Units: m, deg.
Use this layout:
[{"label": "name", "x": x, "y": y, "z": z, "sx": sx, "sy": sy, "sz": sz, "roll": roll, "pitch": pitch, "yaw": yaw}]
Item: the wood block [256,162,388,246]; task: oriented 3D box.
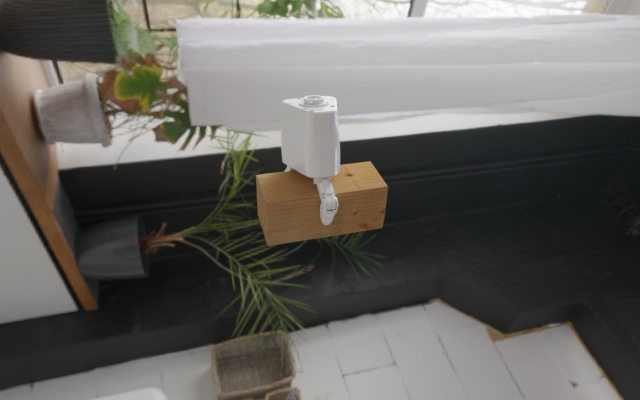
[{"label": "wood block", "x": 0.000, "y": 0.003, "z": 0.821, "sx": 0.206, "sy": 0.090, "sz": 0.090, "roll": -8, "pitch": 37, "yaw": -14}]
